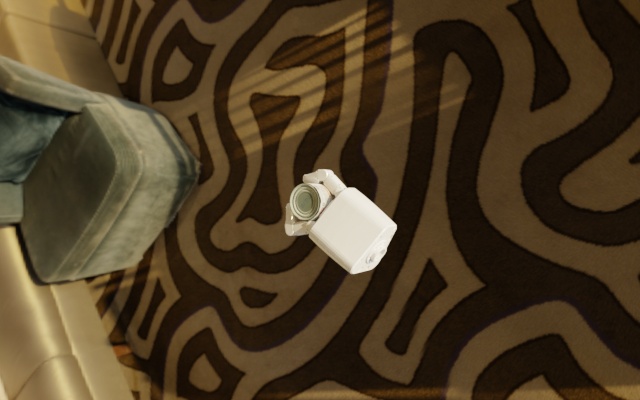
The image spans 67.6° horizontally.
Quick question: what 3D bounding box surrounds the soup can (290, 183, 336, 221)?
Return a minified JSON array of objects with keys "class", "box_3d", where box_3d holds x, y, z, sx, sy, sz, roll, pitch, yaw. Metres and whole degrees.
[{"class":"soup can","box_3d":[0.000,0.002,0.872,0.068,0.068,0.102,0,0,35]}]
